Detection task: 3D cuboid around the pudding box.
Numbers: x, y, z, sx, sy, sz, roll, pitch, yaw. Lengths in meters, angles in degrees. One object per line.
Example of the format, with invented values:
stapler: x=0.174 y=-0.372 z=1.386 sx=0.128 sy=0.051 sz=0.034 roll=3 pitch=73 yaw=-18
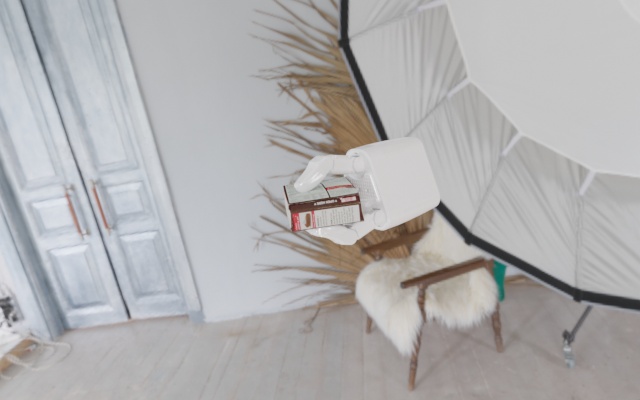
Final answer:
pudding box: x=0.000 y=0.002 z=0.611 sx=0.090 sy=0.039 sz=0.113 roll=-9 pitch=13 yaw=-5
